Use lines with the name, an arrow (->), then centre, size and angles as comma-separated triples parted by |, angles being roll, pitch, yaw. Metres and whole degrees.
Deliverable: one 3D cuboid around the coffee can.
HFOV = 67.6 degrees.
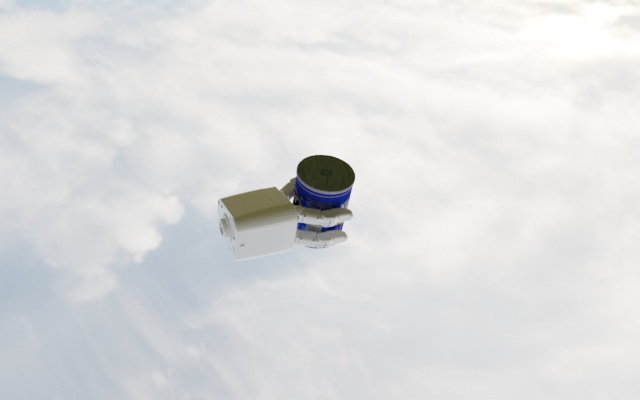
coffee can -> 0.000, 0.003, 0.863 | 0.103, 0.140, 0.102 | 6, 41, -5
